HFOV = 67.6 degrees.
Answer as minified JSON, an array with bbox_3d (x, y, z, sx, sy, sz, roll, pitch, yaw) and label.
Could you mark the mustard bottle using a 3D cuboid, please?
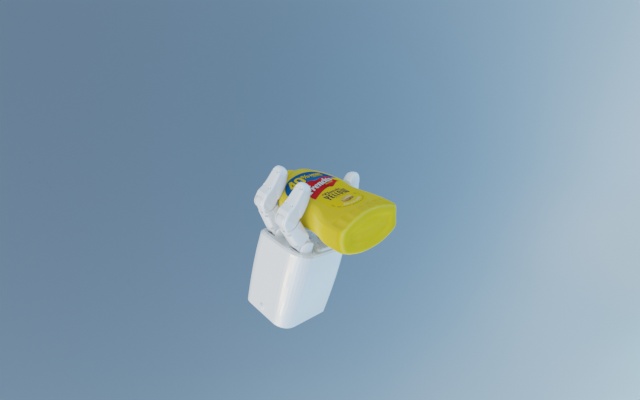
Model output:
[{"bbox_3d":[0.000,0.002,0.624,0.096,0.058,0.191,-25,35,-31],"label":"mustard bottle"}]
